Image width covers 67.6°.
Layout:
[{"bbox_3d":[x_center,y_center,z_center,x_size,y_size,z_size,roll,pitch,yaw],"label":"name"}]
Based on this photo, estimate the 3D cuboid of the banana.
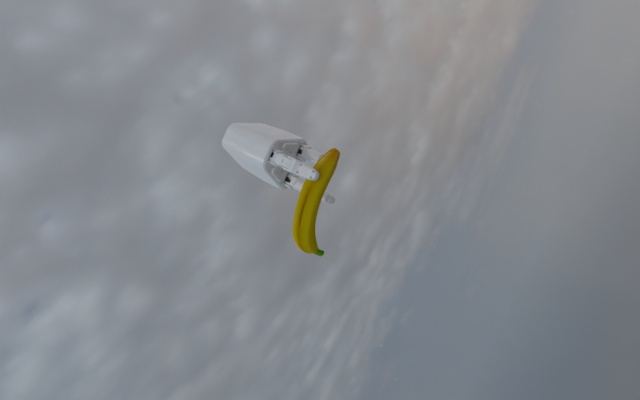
[{"bbox_3d":[-0.012,0.010,0.781,0.037,0.198,0.069,26,29,31],"label":"banana"}]
